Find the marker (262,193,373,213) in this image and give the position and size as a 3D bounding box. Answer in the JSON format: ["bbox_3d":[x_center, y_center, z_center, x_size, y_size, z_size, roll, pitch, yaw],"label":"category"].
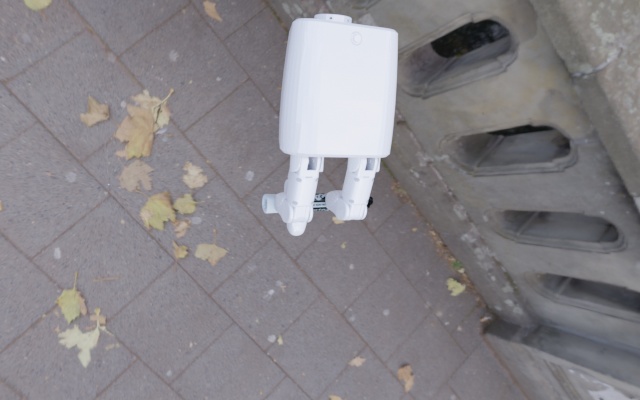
[{"bbox_3d":[0.000,0.002,0.495,0.121,0.020,0.020,-2,1,-24],"label":"marker"}]
